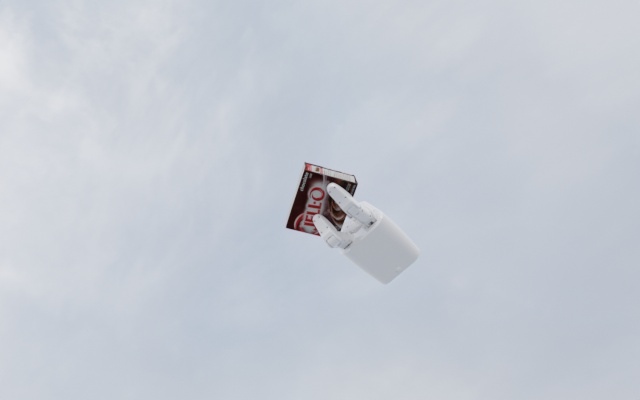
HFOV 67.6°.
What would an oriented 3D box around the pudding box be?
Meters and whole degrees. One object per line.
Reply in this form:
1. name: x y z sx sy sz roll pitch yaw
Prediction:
1. pudding box: 0.000 0.002 0.777 0.090 0.113 0.039 14 24 -11
